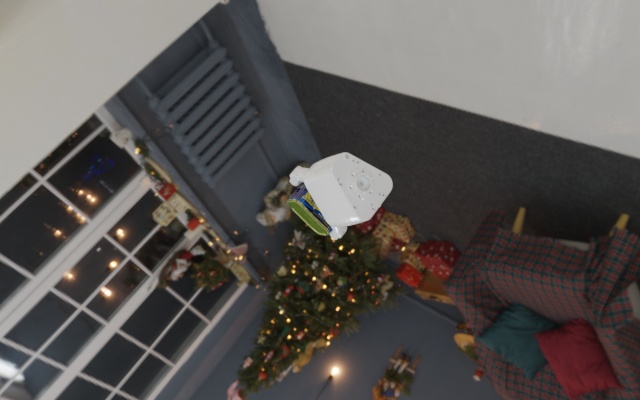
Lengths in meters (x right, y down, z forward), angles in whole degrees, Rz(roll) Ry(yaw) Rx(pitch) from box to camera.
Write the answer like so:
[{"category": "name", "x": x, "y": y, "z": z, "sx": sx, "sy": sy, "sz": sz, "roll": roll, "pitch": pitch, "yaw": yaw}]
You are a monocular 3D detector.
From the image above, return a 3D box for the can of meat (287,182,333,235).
[{"category": "can of meat", "x": 0.000, "y": 0.003, "z": 0.889, "sx": 0.102, "sy": 0.084, "sz": 0.057, "roll": 45, "pitch": -21, "yaw": -17}]
